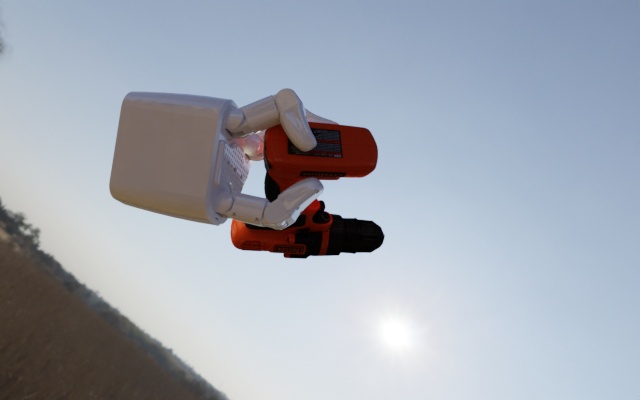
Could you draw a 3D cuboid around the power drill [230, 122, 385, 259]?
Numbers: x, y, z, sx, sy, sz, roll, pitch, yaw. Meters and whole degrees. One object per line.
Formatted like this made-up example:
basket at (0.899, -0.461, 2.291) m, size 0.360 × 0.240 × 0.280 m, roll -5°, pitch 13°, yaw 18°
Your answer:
power drill at (0.000, 0.001, 0.512) m, size 0.184 × 0.057 × 0.188 m, roll 2°, pitch -37°, yaw -12°
